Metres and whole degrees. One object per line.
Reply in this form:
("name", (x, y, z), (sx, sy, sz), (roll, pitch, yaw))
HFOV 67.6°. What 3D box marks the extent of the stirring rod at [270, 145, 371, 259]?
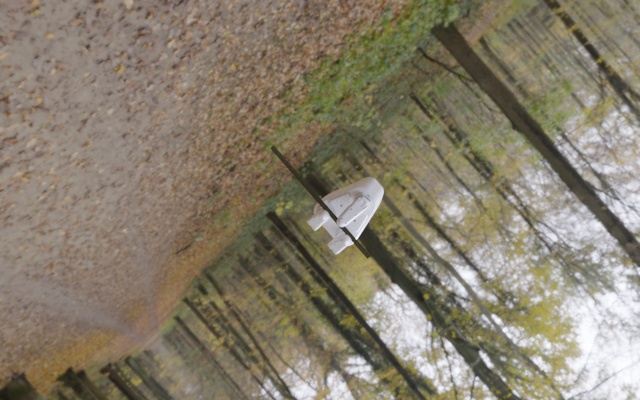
("stirring rod", (0.000, 0.002, 0.782), (0.011, 0.239, 0.011), (-41, 0, 0))
